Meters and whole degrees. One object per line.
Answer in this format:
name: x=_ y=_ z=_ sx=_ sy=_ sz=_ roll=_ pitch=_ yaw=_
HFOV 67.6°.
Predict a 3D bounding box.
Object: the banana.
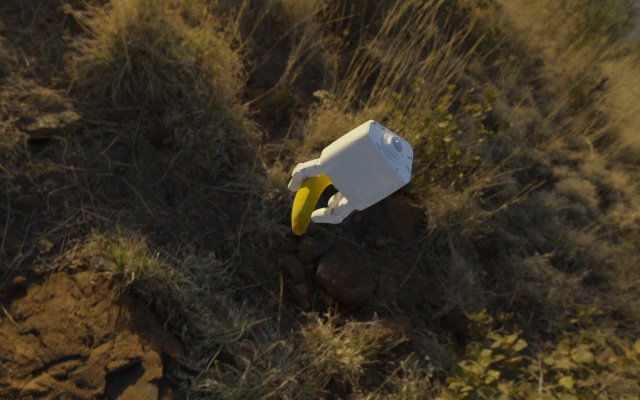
banana: x=-0.006 y=-0.015 z=0.825 sx=0.037 sy=0.070 sz=0.197 roll=-13 pitch=19 yaw=31
